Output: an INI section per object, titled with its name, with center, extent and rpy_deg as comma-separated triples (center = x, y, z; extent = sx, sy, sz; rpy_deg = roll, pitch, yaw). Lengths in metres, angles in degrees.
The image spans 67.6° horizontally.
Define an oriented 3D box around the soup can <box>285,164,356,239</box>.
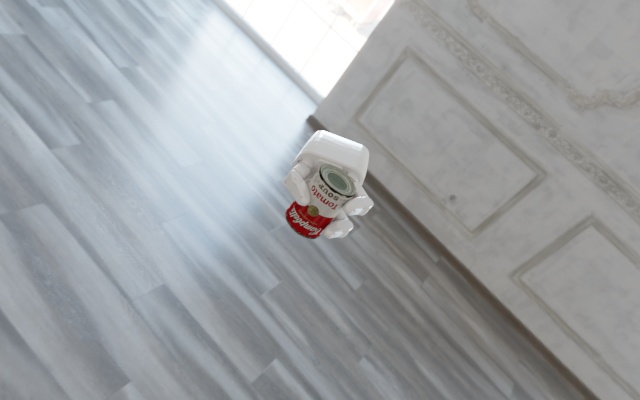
[soup can]
center = 0.000, 0.002, 0.738
extent = 0.068, 0.068, 0.102
rpy_deg = 0, -41, -46
